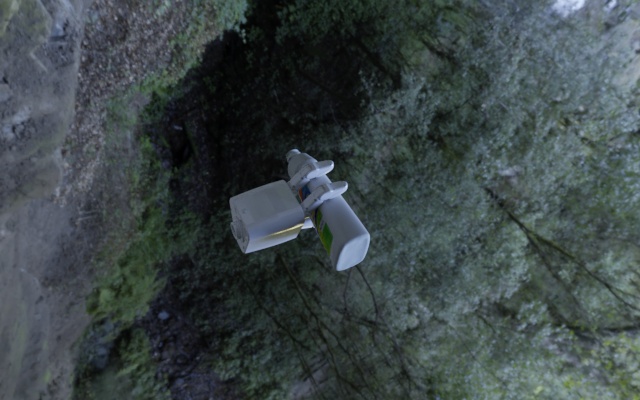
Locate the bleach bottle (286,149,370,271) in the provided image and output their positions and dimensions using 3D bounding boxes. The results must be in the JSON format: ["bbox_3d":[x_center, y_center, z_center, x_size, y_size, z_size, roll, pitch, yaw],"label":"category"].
[{"bbox_3d":[0.000,0.003,0.899,0.068,0.250,0.103,-19,-34,-21],"label":"bleach bottle"}]
